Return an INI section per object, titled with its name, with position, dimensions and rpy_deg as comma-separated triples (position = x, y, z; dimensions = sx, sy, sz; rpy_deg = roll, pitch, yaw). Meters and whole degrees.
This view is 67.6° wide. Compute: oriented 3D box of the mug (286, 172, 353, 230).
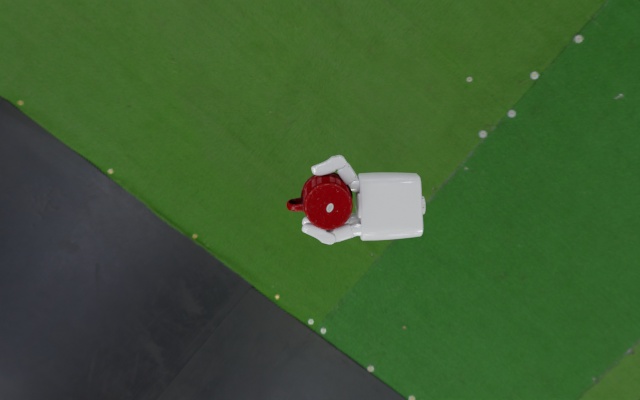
[mug]
position = -0.001, 0.003, 0.815
dimensions = 0.117, 0.093, 0.081
rpy_deg = -3, 12, -1
